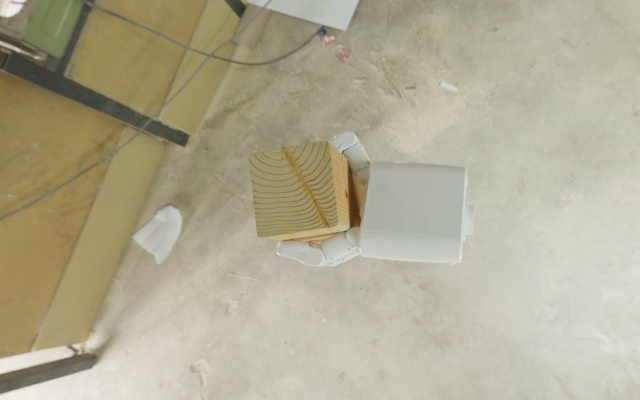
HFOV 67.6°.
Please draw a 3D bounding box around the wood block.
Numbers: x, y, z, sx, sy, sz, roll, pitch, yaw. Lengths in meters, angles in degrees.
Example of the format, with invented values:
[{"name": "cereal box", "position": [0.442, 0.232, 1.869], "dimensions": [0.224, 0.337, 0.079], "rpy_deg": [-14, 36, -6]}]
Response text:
[{"name": "wood block", "position": [0.000, 0.002, 0.580], "dimensions": [0.090, 0.091, 0.206], "rpy_deg": [-9, -10, 15]}]
